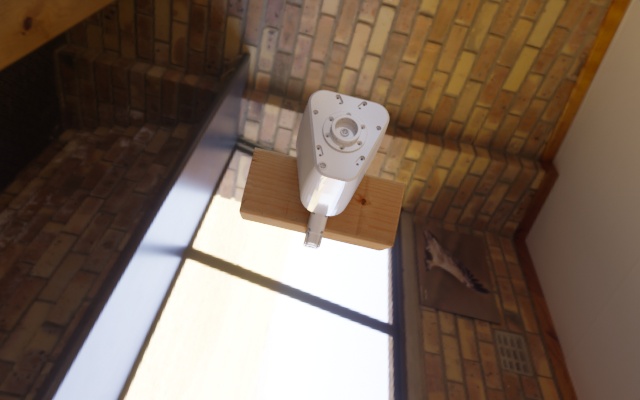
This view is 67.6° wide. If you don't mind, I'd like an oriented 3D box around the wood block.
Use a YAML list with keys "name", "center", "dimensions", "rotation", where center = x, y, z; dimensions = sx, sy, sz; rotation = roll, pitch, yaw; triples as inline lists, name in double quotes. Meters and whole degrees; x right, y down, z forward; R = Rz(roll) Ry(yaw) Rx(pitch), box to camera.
- name: "wood block"
  center: [0.000, 0.002, 0.664]
  dimensions: [0.206, 0.091, 0.090]
  rotation: [14, -10, -4]
